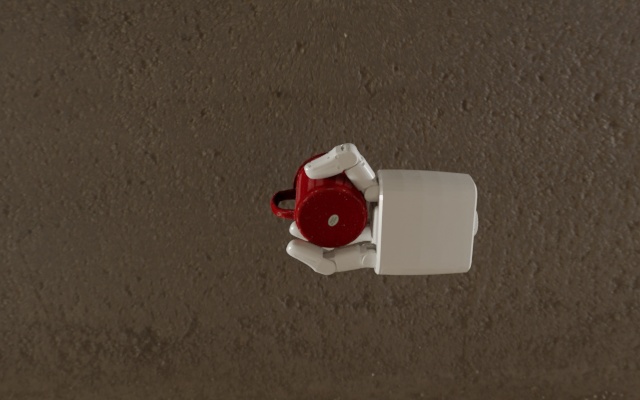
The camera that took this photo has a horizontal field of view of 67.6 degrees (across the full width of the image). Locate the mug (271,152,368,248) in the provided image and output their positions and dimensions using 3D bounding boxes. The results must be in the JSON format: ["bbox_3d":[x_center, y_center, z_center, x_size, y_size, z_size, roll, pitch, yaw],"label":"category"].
[{"bbox_3d":[-0.001,0.002,0.558,0.117,0.093,0.081,0,28,1],"label":"mug"}]
